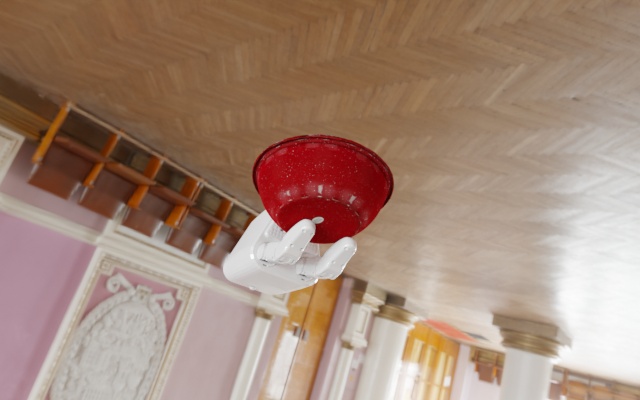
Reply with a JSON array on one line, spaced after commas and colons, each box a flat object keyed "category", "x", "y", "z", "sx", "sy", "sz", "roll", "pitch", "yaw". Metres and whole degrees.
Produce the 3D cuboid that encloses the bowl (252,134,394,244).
[{"category": "bowl", "x": 0.000, "y": 0.001, "z": 0.527, "sx": 0.162, "sy": 0.055, "sz": 0.162, "roll": 4, "pitch": -36, "yaw": 3}]
